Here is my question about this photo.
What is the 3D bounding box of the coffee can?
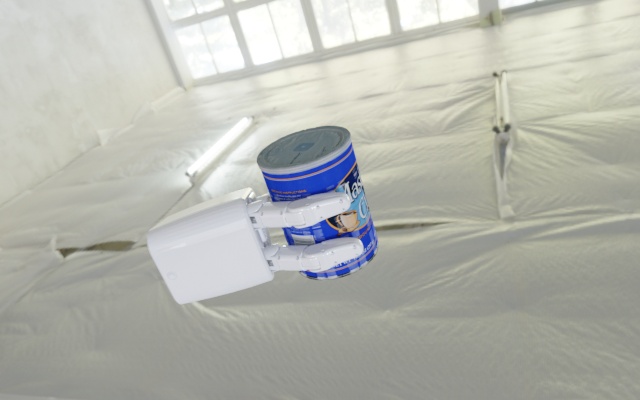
[{"bbox_3d":[0.000,0.002,0.531,0.103,0.140,0.102,-14,27,7],"label":"coffee can"}]
